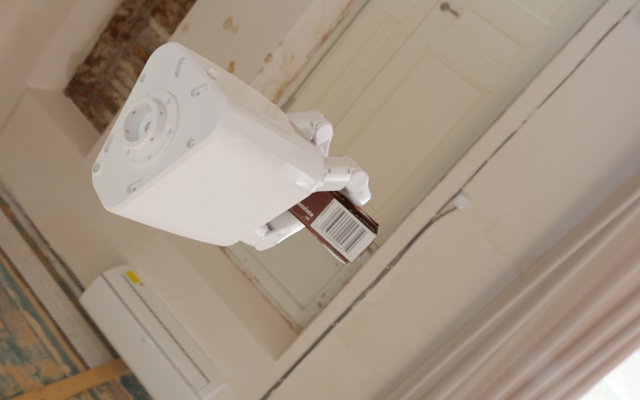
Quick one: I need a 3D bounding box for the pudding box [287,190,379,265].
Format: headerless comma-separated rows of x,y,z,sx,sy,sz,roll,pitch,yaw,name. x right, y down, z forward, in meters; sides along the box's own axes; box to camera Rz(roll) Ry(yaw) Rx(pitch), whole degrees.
0.000,0.002,0.428,0.113,0.039,0.090,44,8,4,pudding box
